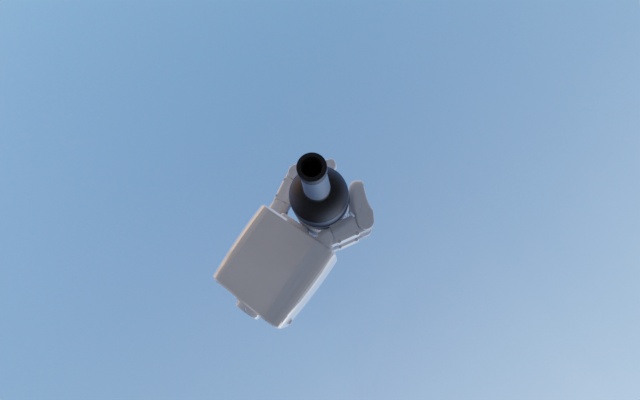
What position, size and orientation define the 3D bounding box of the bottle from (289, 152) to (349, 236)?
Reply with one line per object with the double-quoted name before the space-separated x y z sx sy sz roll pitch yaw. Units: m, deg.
"bottle" 0.000 0.002 0.562 0.069 0.069 0.296 0 -12 3
